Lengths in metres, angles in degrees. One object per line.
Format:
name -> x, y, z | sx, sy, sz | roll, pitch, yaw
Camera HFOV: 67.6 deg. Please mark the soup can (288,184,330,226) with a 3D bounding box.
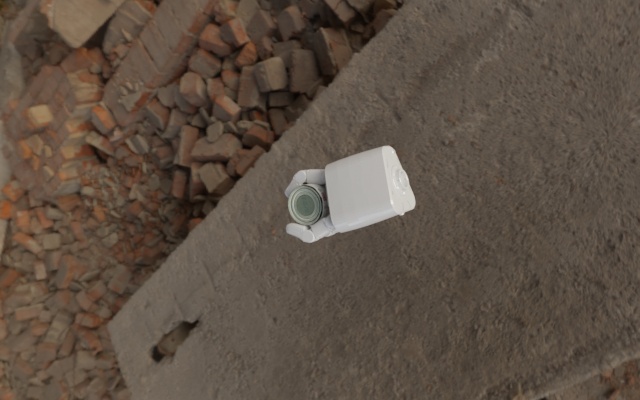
soup can -> 0.000, 0.003, 0.807 | 0.068, 0.068, 0.102 | 0, 7, 31
